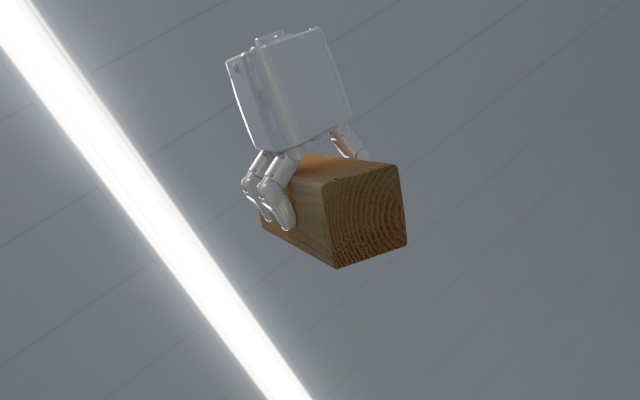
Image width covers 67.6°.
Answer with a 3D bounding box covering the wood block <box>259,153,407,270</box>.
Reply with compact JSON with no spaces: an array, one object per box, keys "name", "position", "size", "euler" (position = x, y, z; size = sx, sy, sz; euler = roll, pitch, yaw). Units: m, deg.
[{"name":"wood block","position":[0.000,0.001,0.561],"size":[0.091,0.090,0.206],"euler":[-16,15,-24]}]
